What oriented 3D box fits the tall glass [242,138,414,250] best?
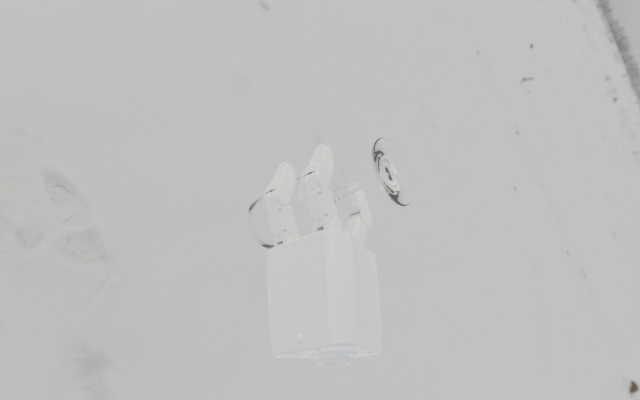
[{"bbox_3d":[0.001,0.001,0.541,0.201,0.079,0.079,-22,-13,36],"label":"tall glass"}]
